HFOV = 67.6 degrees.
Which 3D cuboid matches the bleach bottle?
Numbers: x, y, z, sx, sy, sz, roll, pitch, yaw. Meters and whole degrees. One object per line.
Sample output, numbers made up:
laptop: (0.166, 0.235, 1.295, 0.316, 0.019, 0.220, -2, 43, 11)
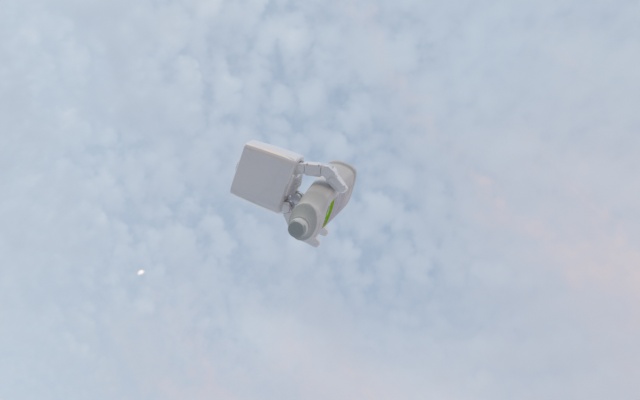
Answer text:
bleach bottle: (0.000, 0.003, 0.878, 0.068, 0.103, 0.250, 18, 22, 12)
